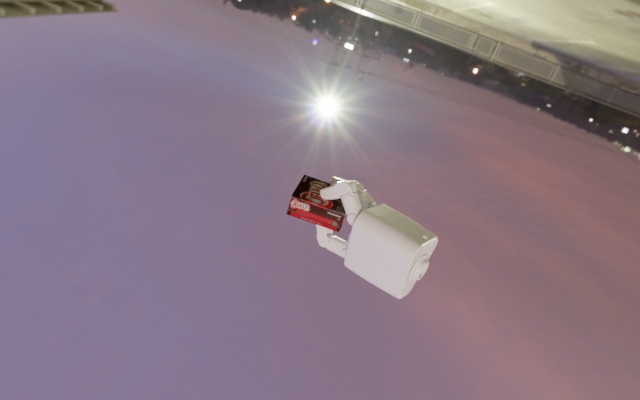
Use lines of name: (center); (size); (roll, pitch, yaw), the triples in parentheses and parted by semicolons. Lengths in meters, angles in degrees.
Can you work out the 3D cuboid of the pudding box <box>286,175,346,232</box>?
pudding box: (0.000, 0.003, 0.786); (0.090, 0.039, 0.113); (20, 20, 1)
